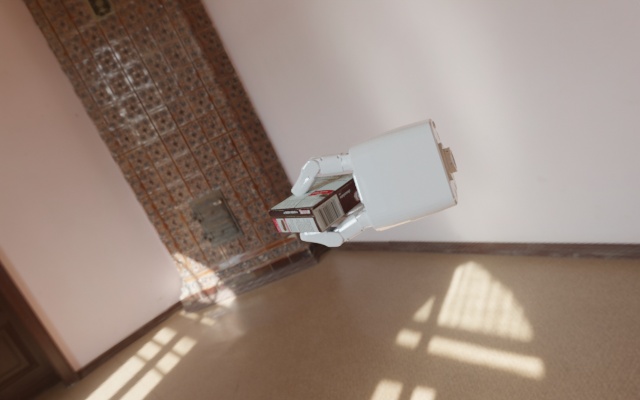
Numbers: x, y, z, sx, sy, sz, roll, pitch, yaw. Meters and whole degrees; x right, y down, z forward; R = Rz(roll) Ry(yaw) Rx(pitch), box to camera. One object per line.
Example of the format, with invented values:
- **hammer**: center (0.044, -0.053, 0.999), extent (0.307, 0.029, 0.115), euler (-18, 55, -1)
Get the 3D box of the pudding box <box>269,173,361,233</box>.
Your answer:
- **pudding box**: center (0.000, 0.002, 0.644), extent (0.090, 0.039, 0.113), euler (-5, 21, 46)
